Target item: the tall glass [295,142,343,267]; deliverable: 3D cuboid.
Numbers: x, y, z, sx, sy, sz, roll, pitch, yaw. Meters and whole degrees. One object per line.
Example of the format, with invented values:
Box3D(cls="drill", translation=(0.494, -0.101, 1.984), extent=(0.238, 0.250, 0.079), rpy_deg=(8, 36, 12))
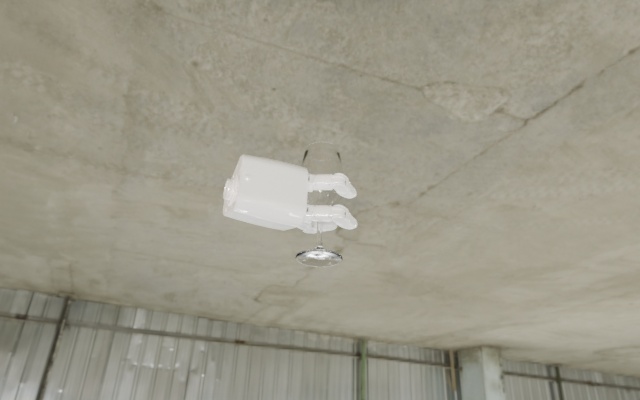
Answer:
Box3D(cls="tall glass", translation=(0.000, 0.003, 0.790), extent=(0.079, 0.201, 0.079), rpy_deg=(2, -27, 1))
